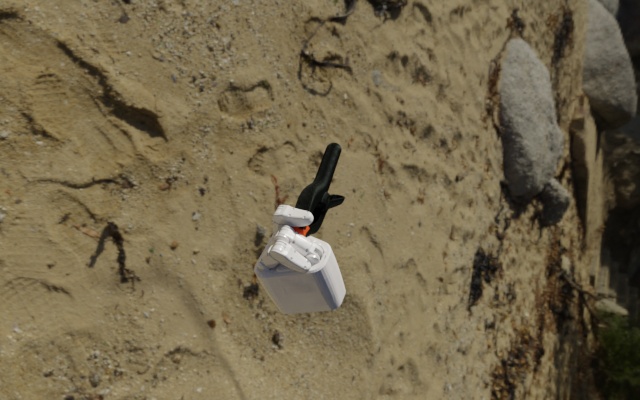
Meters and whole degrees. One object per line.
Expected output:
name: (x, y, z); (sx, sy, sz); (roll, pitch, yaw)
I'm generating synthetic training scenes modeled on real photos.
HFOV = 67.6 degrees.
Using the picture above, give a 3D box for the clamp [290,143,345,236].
clamp: (0.001, 0.003, 0.762); (0.039, 0.120, 0.171); (10, 49, 28)
